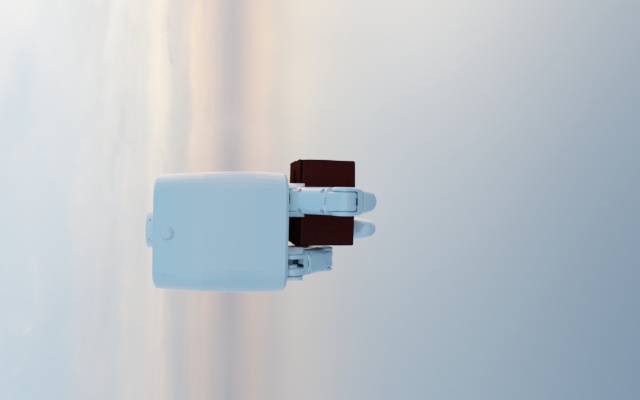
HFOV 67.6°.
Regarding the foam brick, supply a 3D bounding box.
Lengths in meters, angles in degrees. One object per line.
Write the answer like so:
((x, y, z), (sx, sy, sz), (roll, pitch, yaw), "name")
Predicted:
((0.000, 0.001, 0.439), (0.051, 0.078, 0.053), (1, 0, -13), "foam brick")
